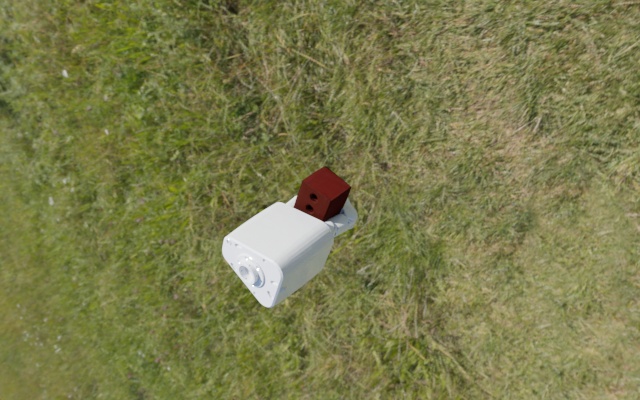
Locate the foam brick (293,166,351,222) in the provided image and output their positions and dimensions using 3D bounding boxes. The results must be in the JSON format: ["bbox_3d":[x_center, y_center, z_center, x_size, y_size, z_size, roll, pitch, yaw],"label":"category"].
[{"bbox_3d":[0.000,0.002,0.682,0.053,0.078,0.051,38,44,19],"label":"foam brick"}]
